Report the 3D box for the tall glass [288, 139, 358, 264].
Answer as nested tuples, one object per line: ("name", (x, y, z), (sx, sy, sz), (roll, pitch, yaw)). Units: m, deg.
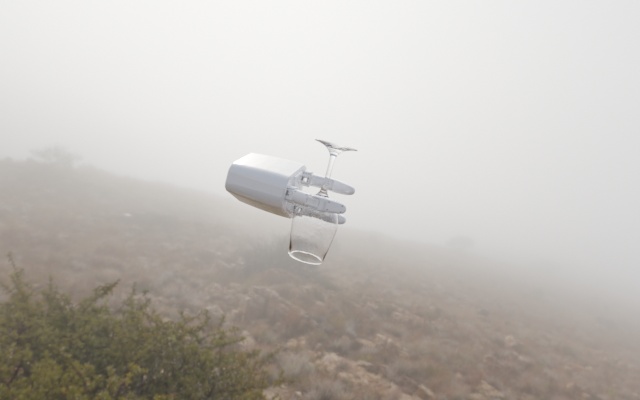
("tall glass", (0.000, 0.002, 0.802), (0.079, 0.201, 0.079), (15, 6, -2))
